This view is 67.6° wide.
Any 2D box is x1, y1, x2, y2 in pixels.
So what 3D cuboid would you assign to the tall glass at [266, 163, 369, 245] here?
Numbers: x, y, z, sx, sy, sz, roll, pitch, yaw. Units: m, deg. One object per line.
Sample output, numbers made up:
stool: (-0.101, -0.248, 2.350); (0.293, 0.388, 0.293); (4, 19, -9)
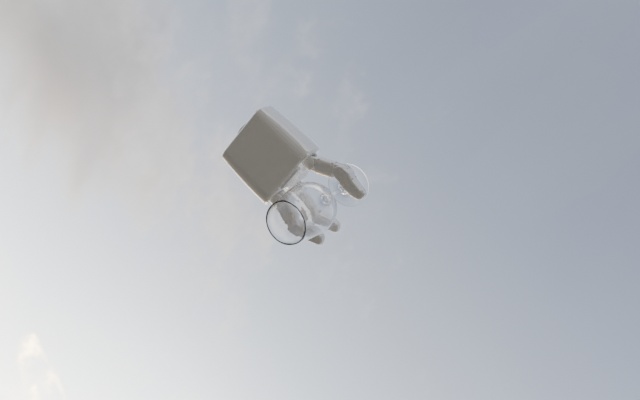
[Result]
tall glass: (0.001, 0.002, 0.705); (0.079, 0.079, 0.201); (0, 16, 29)
